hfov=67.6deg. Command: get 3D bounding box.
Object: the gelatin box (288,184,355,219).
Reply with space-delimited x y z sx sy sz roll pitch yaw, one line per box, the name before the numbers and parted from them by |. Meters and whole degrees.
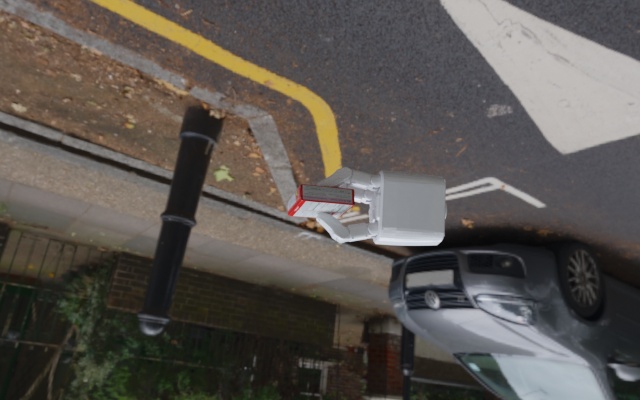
gelatin box | 0.000 0.003 0.750 0.089 0.030 0.073 4 -21 -19
